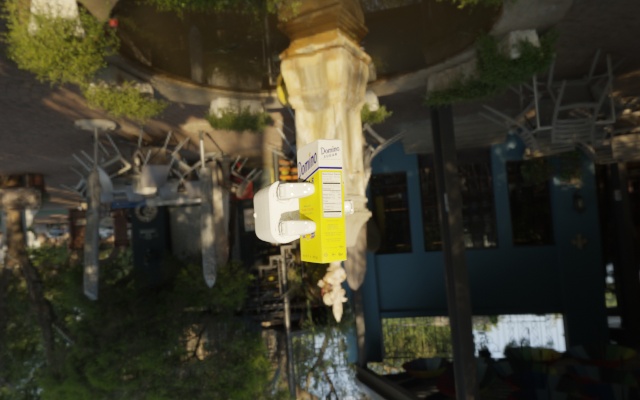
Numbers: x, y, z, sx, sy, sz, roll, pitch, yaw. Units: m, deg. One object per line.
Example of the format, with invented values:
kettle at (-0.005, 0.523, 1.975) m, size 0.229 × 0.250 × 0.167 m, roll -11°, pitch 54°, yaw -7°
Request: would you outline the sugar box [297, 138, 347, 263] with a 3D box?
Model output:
sugar box at (0.000, 0.002, 0.714) m, size 0.048 × 0.176 × 0.093 m, roll -4°, pitch -3°, yaw -22°
